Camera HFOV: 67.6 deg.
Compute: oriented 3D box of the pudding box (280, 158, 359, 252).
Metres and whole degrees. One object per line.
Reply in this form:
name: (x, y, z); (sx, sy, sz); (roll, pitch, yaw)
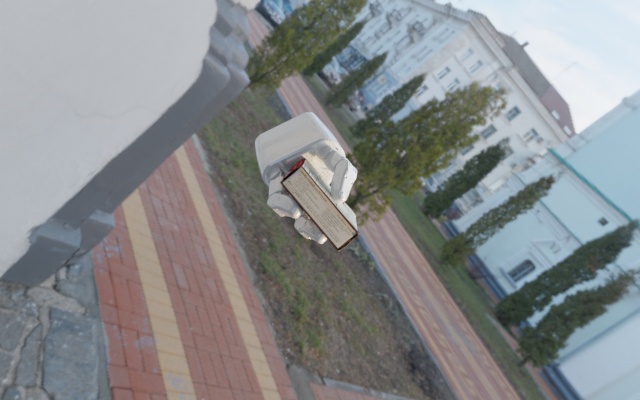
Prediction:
pudding box: (0.000, 0.002, 0.609); (0.039, 0.113, 0.090); (-41, 7, 9)
